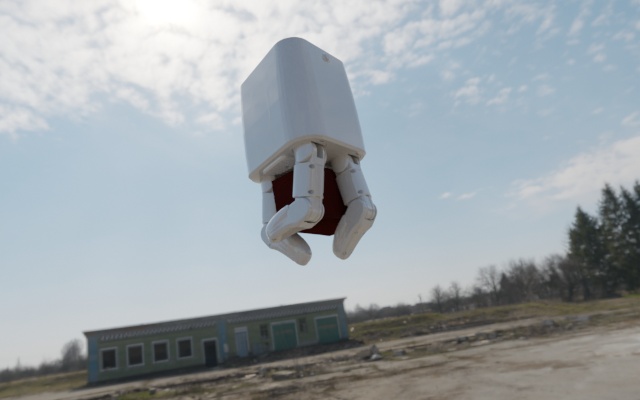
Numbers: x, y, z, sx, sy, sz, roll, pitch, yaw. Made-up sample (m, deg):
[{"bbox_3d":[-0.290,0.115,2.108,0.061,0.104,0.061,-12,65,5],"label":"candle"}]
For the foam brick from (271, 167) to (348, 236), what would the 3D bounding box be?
[{"bbox_3d":[0.000,0.002,0.469,0.053,0.051,0.078,-23,-21,34],"label":"foam brick"}]
